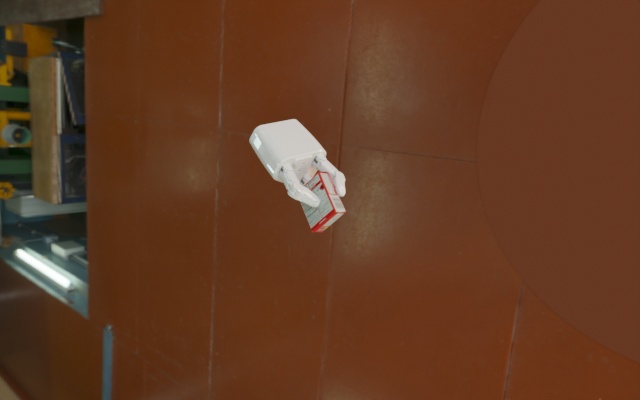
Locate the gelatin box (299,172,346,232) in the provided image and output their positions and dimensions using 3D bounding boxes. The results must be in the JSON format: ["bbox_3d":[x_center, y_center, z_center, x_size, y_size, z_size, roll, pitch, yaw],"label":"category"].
[{"bbox_3d":[0.000,0.003,0.874,0.030,0.089,0.073,2,-34,-44],"label":"gelatin box"}]
